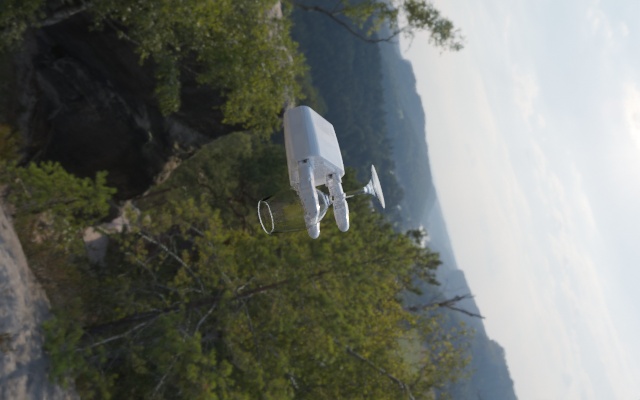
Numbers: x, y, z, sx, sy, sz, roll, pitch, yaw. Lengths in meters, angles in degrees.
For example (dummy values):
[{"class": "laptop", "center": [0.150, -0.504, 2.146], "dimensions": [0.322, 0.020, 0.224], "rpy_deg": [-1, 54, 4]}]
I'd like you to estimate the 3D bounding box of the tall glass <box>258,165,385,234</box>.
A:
[{"class": "tall glass", "center": [0.001, 0.003, 0.797], "dimensions": [0.201, 0.079, 0.079], "rpy_deg": [-15, -3, 11]}]
